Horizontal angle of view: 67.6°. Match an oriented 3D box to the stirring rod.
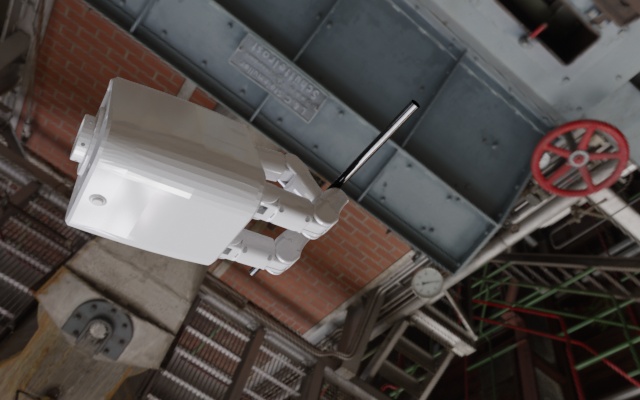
[{"bbox_3d":[0.000,0.001,0.412,0.011,0.011,0.240,0,-36,-45],"label":"stirring rod"}]
